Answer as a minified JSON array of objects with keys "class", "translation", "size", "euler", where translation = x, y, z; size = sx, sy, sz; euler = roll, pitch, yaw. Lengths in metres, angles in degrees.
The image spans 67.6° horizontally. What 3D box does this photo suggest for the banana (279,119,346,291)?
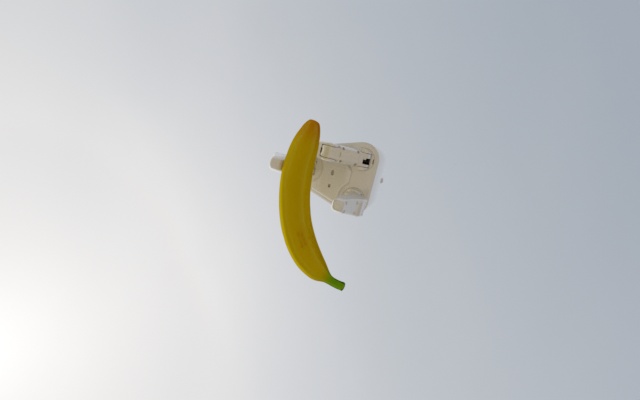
[{"class":"banana","translation":[-0.017,0.008,0.557],"size":[0.069,0.198,0.037],"euler":[-10,1,16]}]
